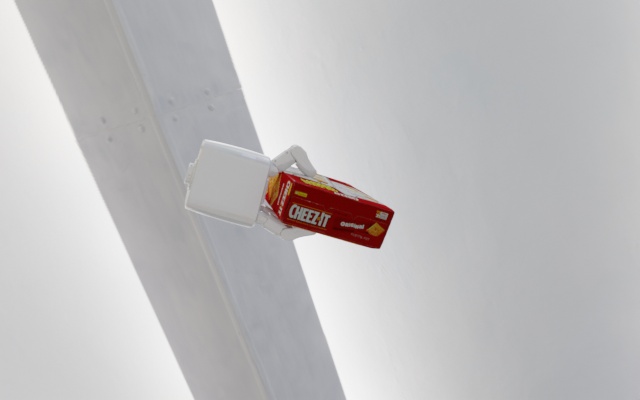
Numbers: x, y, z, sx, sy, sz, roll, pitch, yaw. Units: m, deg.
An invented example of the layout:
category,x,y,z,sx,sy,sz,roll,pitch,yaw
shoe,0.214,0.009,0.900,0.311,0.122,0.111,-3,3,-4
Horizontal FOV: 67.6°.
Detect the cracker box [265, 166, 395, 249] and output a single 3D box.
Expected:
category,x,y,z,sx,sy,sz,roll,pitch,yaw
cracker box,0.000,0.002,0.784,0.164,0.072,0.213,16,8,-18
